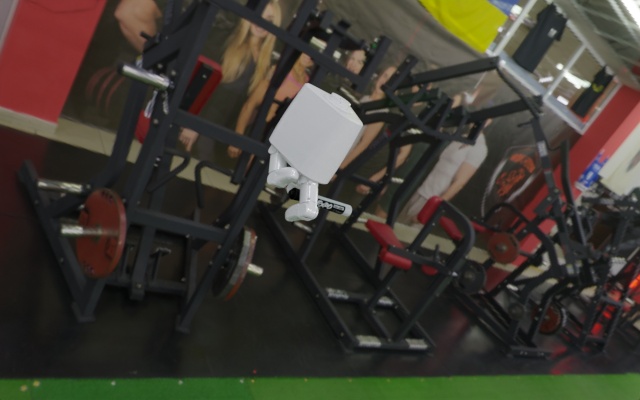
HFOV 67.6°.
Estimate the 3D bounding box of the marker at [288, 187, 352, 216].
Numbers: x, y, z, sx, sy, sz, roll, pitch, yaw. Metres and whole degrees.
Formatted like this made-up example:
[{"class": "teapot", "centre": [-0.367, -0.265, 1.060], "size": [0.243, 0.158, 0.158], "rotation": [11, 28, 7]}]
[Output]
[{"class": "marker", "centre": [0.000, 0.002, 0.738], "size": [0.121, 0.020, 0.020], "rotation": [18, -11, -38]}]
